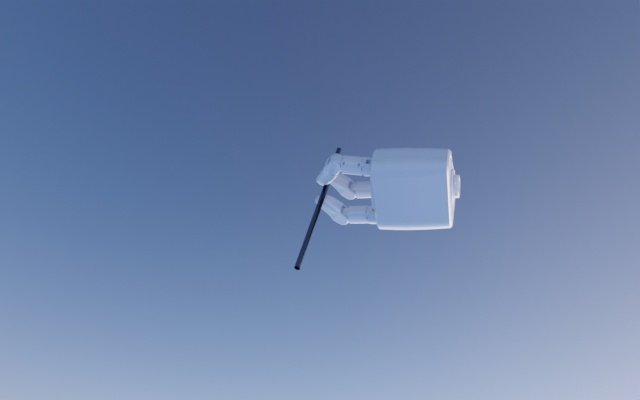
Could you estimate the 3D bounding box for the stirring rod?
[{"bbox_3d":[0.000,0.002,0.694,0.011,0.239,0.011,11,-42,10],"label":"stirring rod"}]
